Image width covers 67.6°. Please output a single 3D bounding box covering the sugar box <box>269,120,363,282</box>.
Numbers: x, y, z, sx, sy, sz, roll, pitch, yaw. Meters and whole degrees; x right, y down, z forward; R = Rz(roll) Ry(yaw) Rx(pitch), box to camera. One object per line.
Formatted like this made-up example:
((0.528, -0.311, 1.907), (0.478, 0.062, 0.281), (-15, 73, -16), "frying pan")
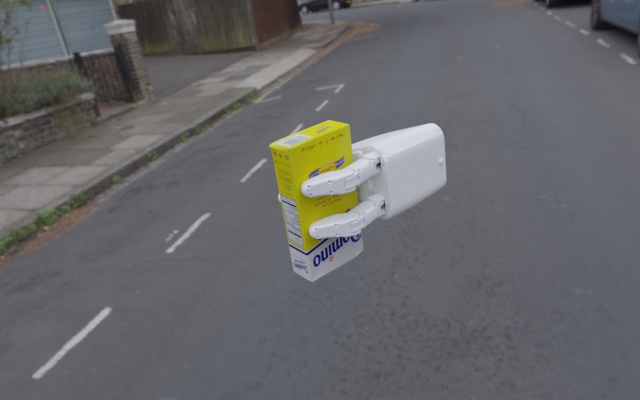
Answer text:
((0.001, 0.002, 0.580), (0.093, 0.176, 0.048), (-27, 28, -31), "sugar box")
